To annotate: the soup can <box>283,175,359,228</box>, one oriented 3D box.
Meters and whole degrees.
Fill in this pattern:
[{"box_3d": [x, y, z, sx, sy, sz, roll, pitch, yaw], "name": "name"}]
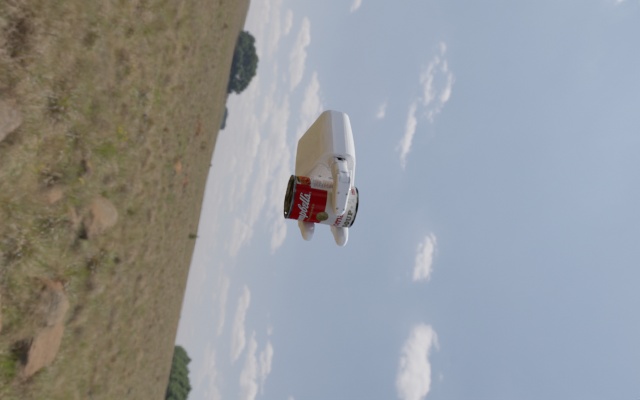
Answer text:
[{"box_3d": [0.000, 0.003, 0.730, 0.102, 0.068, 0.068, 10, -2, -14], "name": "soup can"}]
